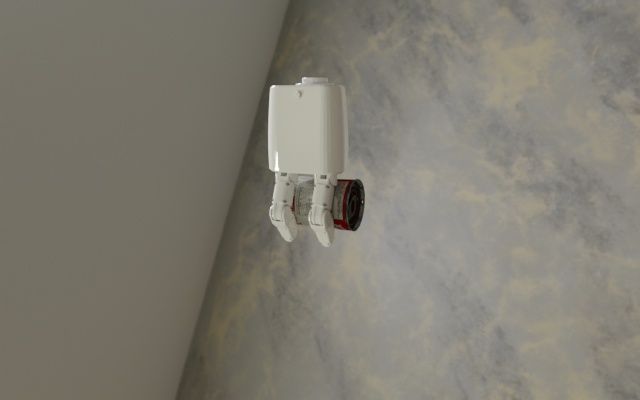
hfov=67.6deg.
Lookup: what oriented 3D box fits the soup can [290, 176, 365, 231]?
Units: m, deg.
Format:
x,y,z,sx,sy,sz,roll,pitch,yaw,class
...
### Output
x,y,z,sx,sy,sz,roll,pitch,yaw,class
0.000,0.003,0.633,0.102,0.068,0.068,5,2,23,soup can
